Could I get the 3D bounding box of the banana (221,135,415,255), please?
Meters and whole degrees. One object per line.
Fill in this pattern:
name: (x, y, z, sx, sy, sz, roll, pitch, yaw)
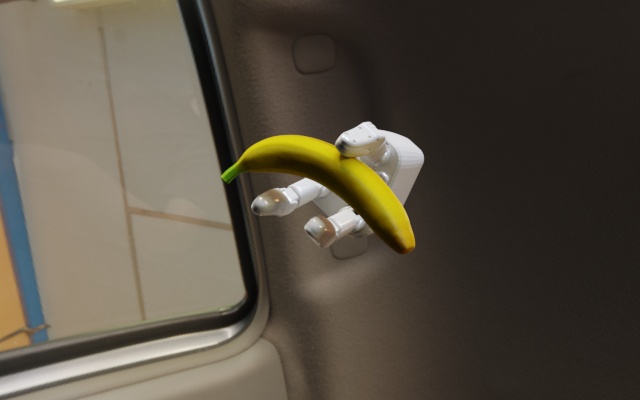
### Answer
banana: (0.003, -0.017, 0.436, 0.198, 0.069, 0.037, 21, 5, 23)
